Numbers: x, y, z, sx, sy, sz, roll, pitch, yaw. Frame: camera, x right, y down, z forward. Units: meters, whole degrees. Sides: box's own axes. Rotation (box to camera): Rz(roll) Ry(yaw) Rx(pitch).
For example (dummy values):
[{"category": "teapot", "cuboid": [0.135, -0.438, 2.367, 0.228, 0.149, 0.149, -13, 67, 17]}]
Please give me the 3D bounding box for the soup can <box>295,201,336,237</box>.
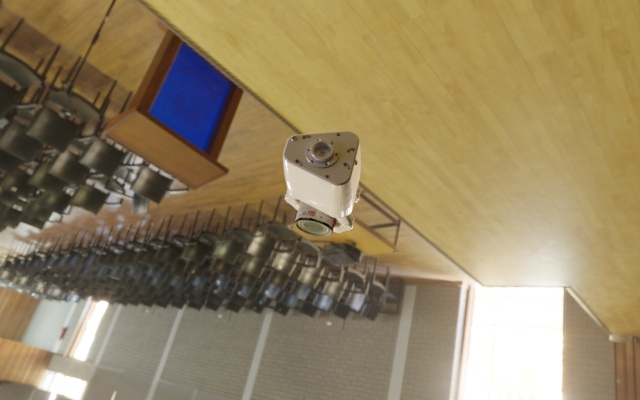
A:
[{"category": "soup can", "cuboid": [0.000, 0.003, 0.820, 0.068, 0.102, 0.068, 12, -25, 6]}]
